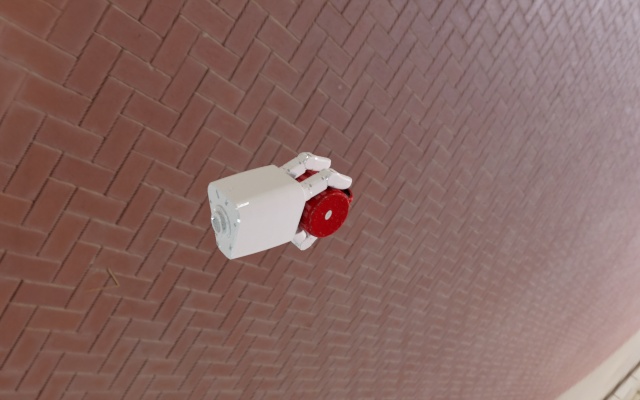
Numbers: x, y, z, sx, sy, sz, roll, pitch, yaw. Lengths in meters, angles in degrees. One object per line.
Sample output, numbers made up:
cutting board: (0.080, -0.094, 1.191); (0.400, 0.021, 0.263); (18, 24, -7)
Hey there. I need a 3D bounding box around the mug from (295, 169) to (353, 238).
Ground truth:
mug: (0.001, 0.002, 0.756); (0.117, 0.093, 0.081); (-18, 38, -33)
